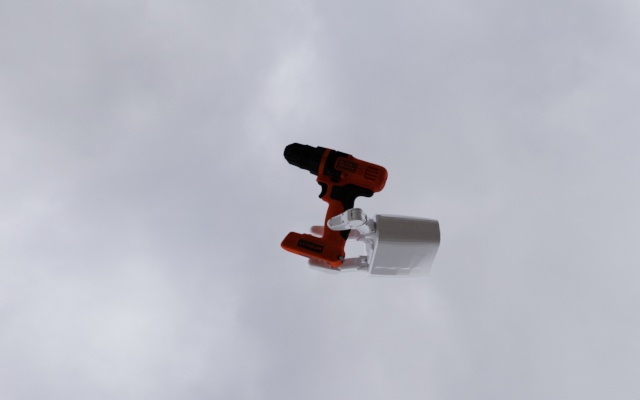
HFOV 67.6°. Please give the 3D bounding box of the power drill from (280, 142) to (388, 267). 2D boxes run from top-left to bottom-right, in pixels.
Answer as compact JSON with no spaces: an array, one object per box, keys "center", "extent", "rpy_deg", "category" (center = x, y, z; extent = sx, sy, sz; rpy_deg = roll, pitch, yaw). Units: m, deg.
[{"center":[0.000,0.003,0.793],"extent":[0.184,0.187,0.057],"rpy_deg":[17,-11,15],"category":"power drill"}]
